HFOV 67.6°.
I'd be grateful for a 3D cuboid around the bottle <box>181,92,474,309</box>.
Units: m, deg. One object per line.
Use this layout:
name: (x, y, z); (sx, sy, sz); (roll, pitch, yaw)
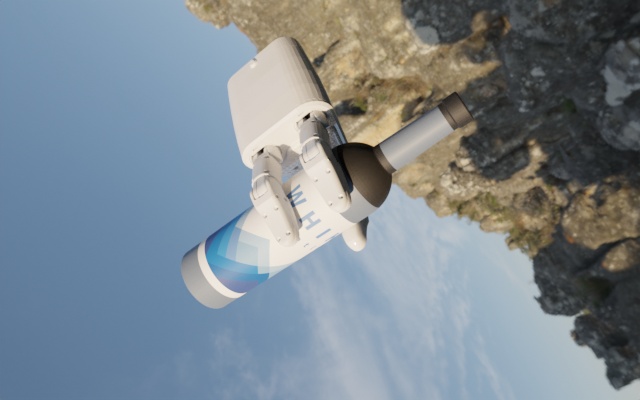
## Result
bottle: (0.000, 0.002, 0.430); (0.296, 0.069, 0.069); (-34, -13, 20)
